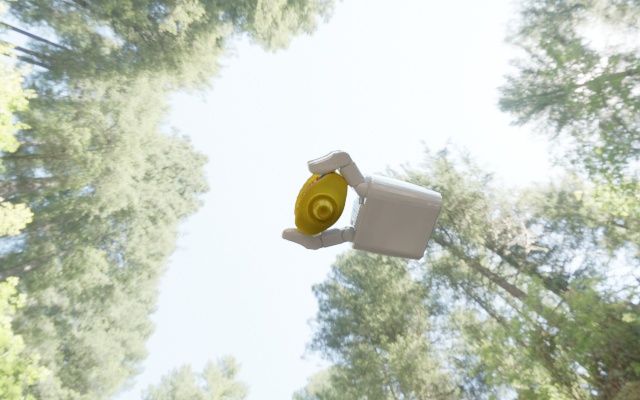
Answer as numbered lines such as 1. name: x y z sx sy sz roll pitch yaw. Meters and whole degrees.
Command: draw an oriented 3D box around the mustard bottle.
1. mustard bottle: 0.000 0.002 0.684 0.058 0.096 0.191 37 4 -7
